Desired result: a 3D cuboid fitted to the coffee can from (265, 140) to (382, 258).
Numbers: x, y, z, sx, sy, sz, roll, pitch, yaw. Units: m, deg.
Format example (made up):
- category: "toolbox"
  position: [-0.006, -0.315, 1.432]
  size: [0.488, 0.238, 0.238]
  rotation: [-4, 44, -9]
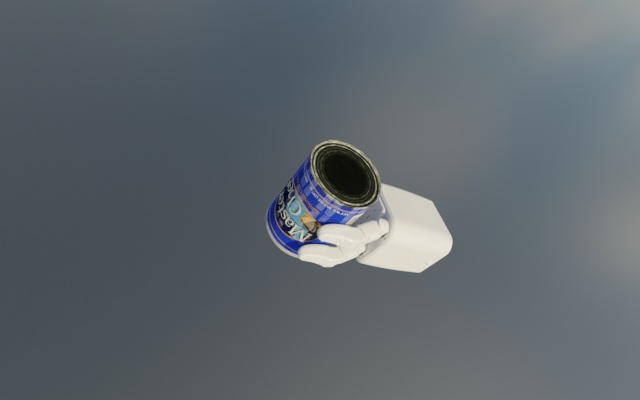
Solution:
- category: "coffee can"
  position: [0.000, 0.002, 0.639]
  size: [0.103, 0.102, 0.140]
  rotation: [0, -31, -33]
